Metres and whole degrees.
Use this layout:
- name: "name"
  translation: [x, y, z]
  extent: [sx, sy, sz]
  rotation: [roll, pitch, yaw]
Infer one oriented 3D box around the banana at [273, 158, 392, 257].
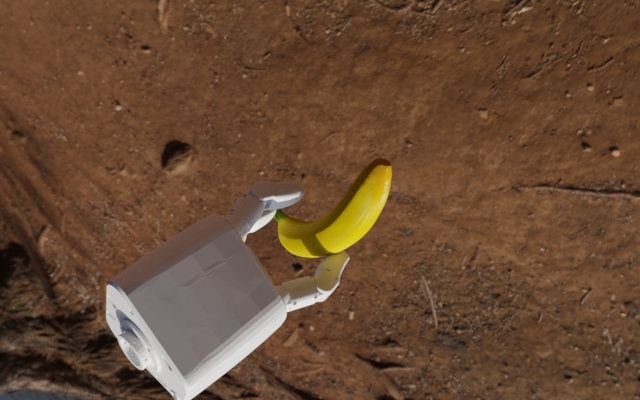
- name: "banana"
  translation: [0.006, 0.019, 0.468]
  extent: [0.037, 0.069, 0.198]
  rotation: [-29, 5, -39]
